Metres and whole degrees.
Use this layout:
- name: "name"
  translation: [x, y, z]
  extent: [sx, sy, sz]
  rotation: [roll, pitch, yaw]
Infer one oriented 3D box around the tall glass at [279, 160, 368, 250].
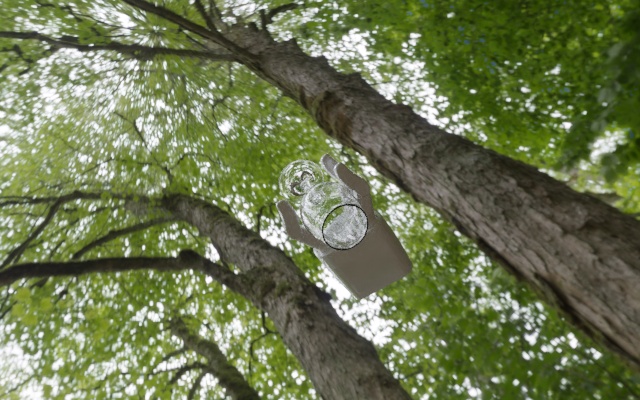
- name: "tall glass"
  translation: [0.000, 0.002, 0.676]
  extent: [0.079, 0.079, 0.201]
  rotation: [0, 18, -19]
